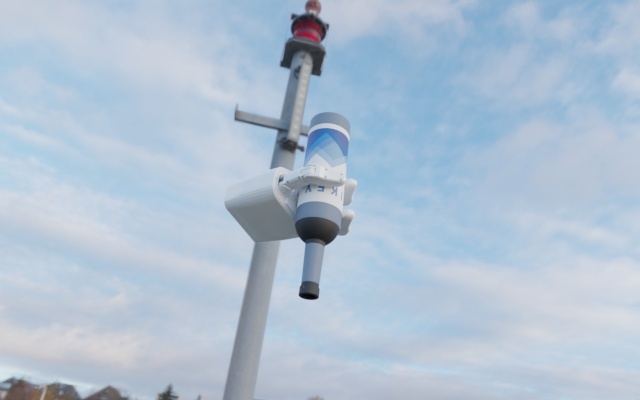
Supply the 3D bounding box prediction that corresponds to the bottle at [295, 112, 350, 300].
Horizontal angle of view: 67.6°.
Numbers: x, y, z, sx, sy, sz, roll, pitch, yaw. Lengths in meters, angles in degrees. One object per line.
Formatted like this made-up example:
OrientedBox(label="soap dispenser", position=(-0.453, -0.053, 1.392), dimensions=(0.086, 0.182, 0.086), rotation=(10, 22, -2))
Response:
OrientedBox(label="bottle", position=(0.000, 0.002, 0.708), dimensions=(0.069, 0.295, 0.069), rotation=(5, -31, 3))
